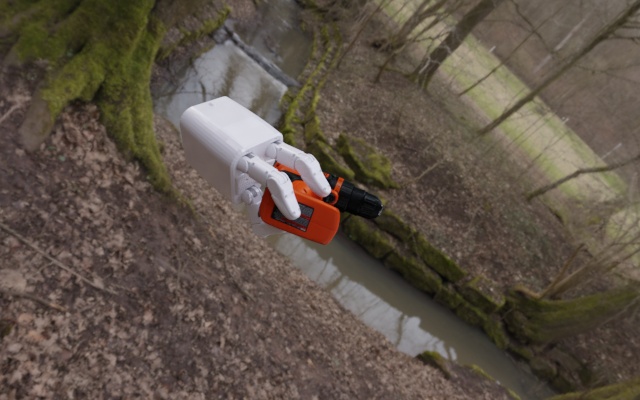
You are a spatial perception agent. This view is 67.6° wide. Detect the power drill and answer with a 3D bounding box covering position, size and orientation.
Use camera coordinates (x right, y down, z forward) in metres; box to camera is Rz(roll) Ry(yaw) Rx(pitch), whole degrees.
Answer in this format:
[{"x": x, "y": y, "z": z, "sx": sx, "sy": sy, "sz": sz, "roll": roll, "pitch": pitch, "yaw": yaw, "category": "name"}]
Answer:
[{"x": 0.000, "y": 0.002, "z": 0.692, "sx": 0.184, "sy": 0.057, "sz": 0.187, "roll": 19, "pitch": 16, "yaw": 4, "category": "power drill"}]
